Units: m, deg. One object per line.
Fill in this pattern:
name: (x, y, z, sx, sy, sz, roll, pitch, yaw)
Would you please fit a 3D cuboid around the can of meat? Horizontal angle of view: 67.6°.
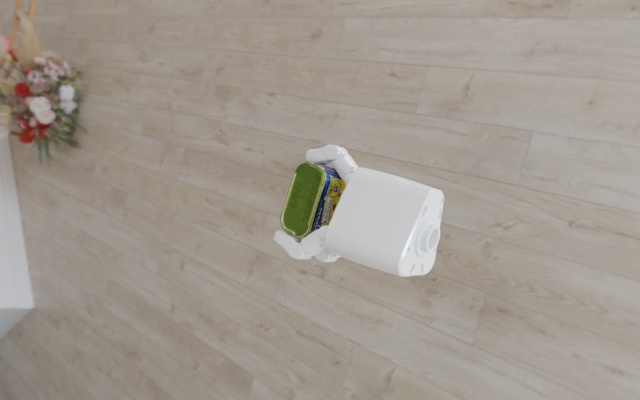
can of meat: (0.000, 0.002, 0.641, 0.057, 0.102, 0.084, 21, 7, 36)
